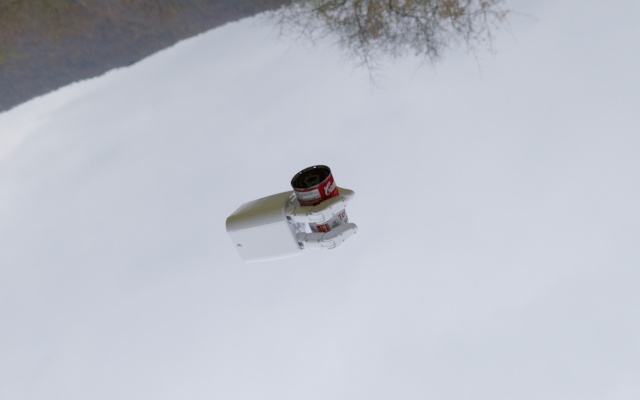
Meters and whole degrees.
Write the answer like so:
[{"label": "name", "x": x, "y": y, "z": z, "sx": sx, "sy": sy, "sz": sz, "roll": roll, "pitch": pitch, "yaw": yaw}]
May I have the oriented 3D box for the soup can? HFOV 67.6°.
[{"label": "soup can", "x": 0.001, "y": 0.003, "z": 0.778, "sx": 0.068, "sy": 0.102, "sz": 0.068, "roll": -16, "pitch": 31, "yaw": 10}]
